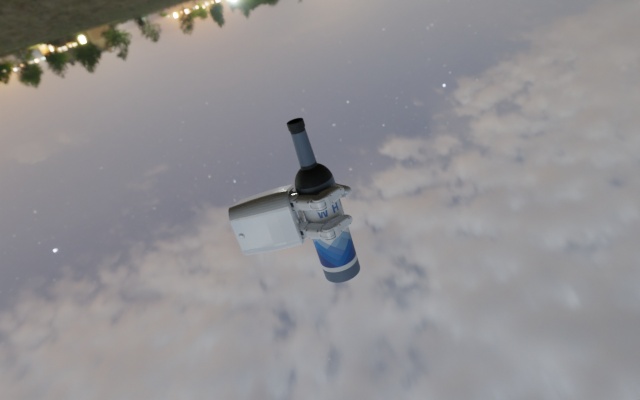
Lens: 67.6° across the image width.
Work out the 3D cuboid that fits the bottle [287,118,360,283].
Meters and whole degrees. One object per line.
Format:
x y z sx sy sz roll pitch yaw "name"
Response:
0.000 0.003 0.807 0.069 0.296 0.069 -14 25 7 "bottle"
